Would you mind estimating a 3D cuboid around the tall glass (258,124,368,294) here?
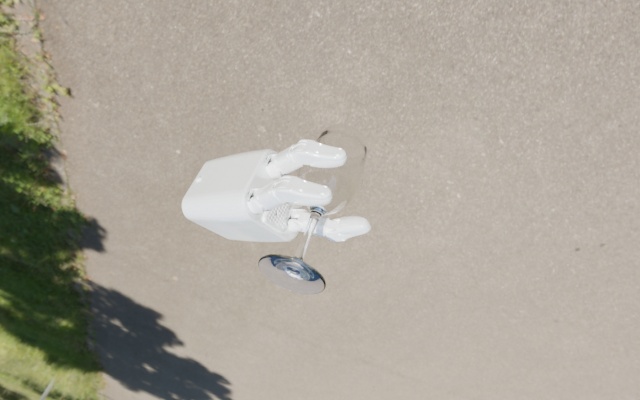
[{"bbox_3d":[0.000,0.002,0.549,0.079,0.201,0.079,15,-35,11],"label":"tall glass"}]
